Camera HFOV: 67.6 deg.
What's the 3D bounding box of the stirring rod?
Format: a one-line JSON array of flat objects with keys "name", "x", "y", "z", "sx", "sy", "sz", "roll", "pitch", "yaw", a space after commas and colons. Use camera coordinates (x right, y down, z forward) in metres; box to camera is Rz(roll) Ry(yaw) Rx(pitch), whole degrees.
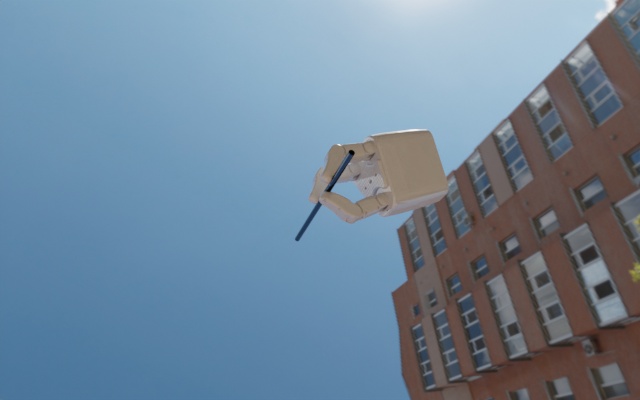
[{"name": "stirring rod", "x": 0.000, "y": 0.002, "z": 0.671, "sx": 0.011, "sy": 0.011, "sz": 0.240, "roll": 0, "pitch": -30, "yaw": -21}]
